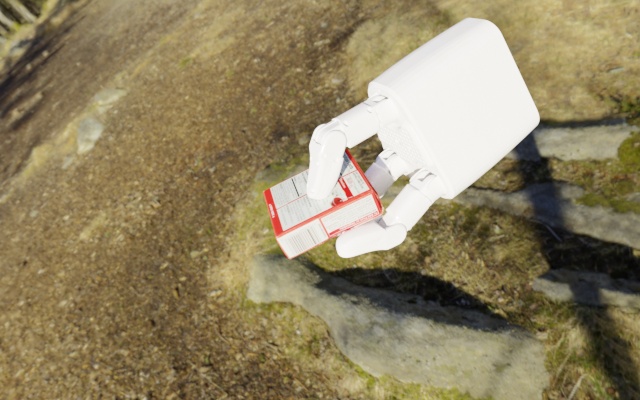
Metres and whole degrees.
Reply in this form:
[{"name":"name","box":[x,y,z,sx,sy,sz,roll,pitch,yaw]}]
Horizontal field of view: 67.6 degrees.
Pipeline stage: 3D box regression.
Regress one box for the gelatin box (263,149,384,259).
[{"name":"gelatin box","box":[0.000,0.001,0.410,0.089,0.030,0.073,-26,36,1]}]
